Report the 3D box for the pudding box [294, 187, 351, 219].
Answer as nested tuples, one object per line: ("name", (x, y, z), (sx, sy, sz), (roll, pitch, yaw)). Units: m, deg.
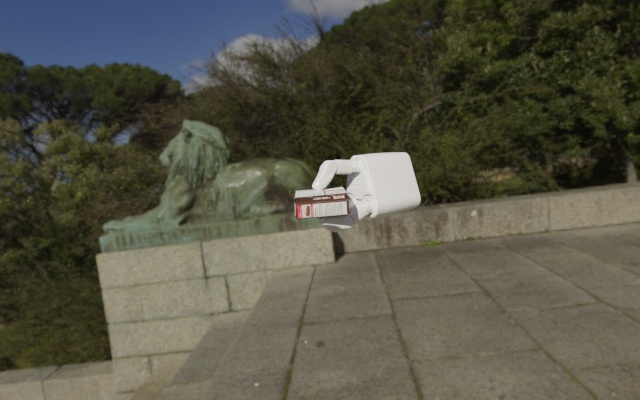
("pudding box", (0.000, 0.002, 0.805), (0.090, 0.039, 0.113), (-6, 6, -1))
